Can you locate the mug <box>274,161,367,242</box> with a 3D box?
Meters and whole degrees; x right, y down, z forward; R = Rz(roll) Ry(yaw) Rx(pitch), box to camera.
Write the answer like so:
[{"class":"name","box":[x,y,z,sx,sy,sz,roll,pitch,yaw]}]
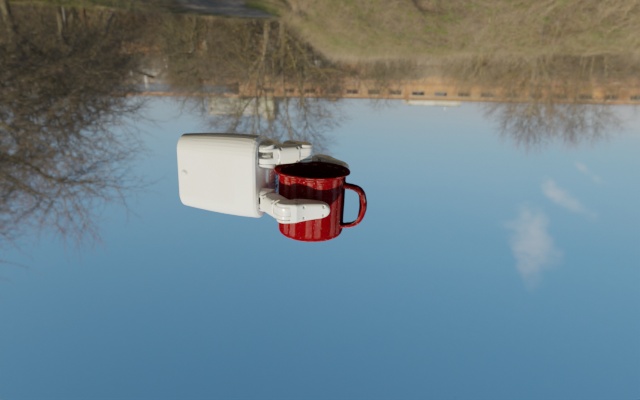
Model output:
[{"class":"mug","box":[0.001,0.002,0.589,0.117,0.081,0.093,7,18,17]}]
